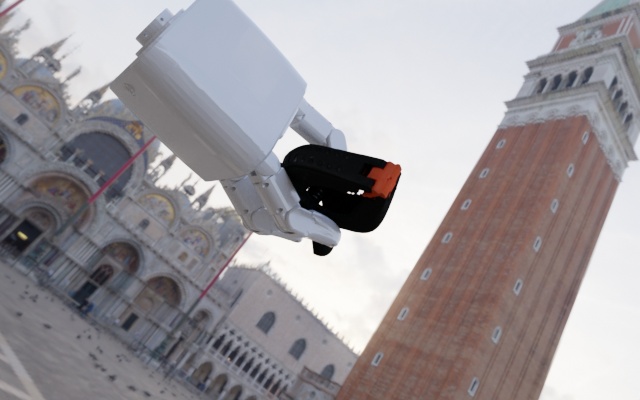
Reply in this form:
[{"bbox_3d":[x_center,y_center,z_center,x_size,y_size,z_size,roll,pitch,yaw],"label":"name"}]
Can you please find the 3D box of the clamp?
[{"bbox_3d":[0.001,0.001,0.416,0.165,0.036,0.210,43,-25,-27],"label":"clamp"}]
